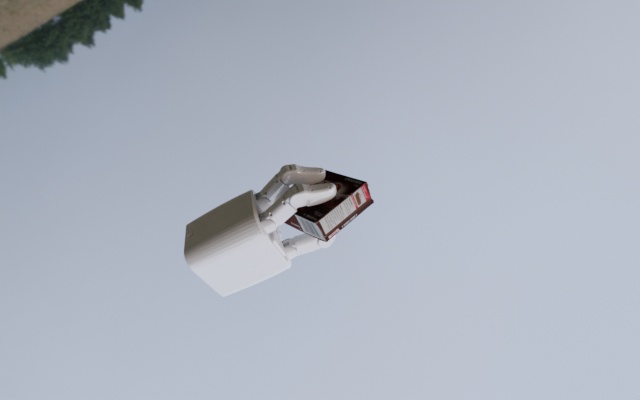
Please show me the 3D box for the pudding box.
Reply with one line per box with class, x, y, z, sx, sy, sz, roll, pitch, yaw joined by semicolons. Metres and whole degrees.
pudding box;0.000;0.002;0.632;0.090;0.039;0.113;-39;35;-22
